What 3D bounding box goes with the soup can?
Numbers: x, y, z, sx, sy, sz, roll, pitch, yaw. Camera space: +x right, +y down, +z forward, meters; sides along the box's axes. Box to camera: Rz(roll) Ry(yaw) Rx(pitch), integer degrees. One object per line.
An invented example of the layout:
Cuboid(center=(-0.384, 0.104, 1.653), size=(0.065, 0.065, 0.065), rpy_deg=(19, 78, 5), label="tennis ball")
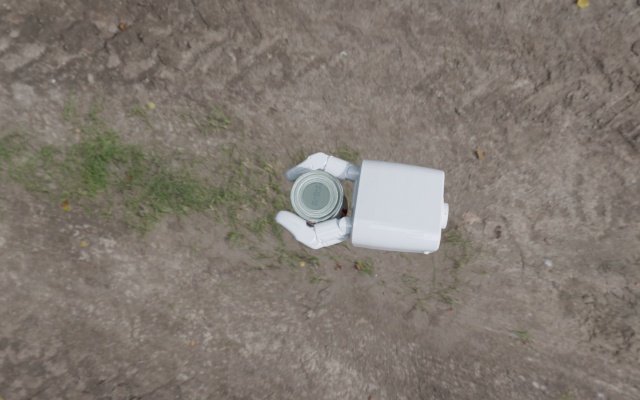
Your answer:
Cuboid(center=(0.000, 0.002, 0.637), size=(0.068, 0.068, 0.102), rpy_deg=(0, -9, 6), label="soup can")
